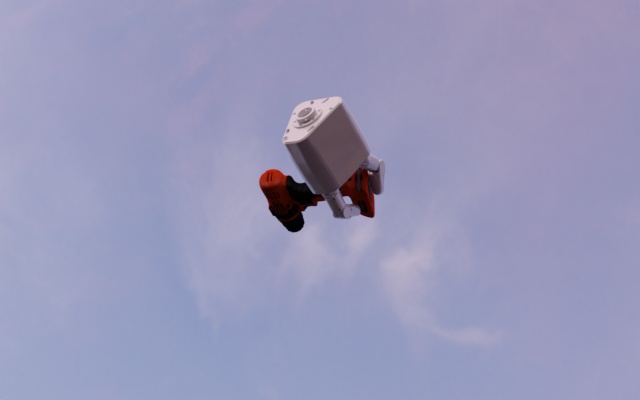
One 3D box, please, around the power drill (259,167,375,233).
[{"bbox_3d":[0.001,0.003,0.853,0.187,0.057,0.184,-6,-30,11],"label":"power drill"}]
